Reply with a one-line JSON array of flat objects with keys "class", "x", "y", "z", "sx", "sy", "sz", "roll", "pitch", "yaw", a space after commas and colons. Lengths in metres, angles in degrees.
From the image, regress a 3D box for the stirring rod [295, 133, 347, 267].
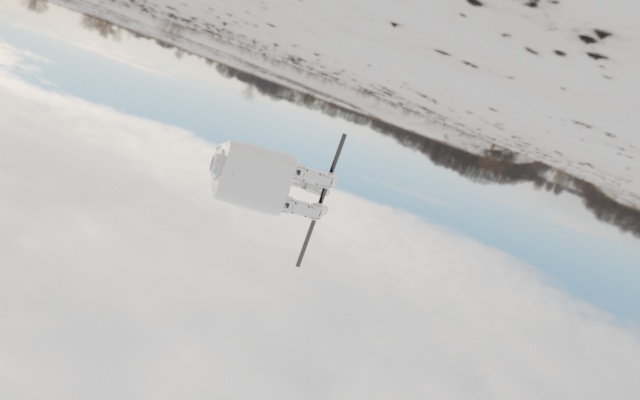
[{"class": "stirring rod", "x": 0.000, "y": 0.003, "z": 0.802, "sx": 0.011, "sy": 0.239, "sz": 0.011, "roll": 19, "pitch": 11, "yaw": -4}]
